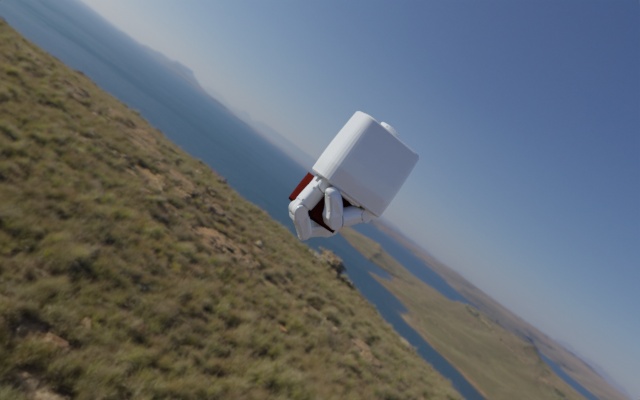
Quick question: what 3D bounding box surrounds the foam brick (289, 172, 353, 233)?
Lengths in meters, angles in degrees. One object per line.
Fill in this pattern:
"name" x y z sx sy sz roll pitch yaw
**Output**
"foam brick" 0.000 0.002 0.704 0.053 0.051 0.078 34 3 -36
